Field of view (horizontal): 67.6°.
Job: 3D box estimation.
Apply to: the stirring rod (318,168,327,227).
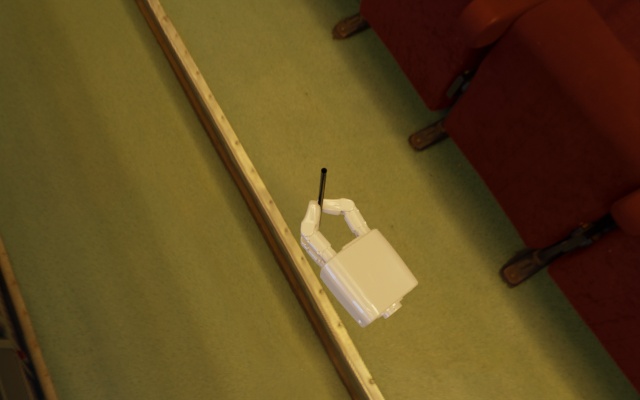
[{"bbox_3d":[0.000,0.002,0.717,0.011,0.011,0.240,0,-20,-2],"label":"stirring rod"}]
